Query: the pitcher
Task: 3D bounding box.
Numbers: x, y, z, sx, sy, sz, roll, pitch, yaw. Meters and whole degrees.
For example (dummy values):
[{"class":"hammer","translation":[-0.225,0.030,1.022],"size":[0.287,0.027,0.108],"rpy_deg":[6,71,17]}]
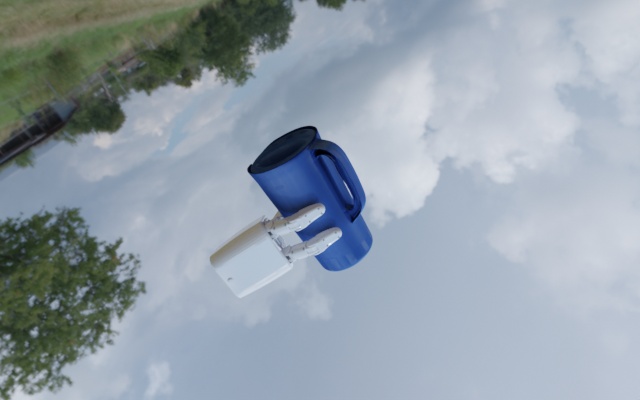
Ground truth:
[{"class":"pitcher","translation":[0.000,0.003,0.815],"size":[0.145,0.243,0.149],"rpy_deg":[-33,25,0]}]
